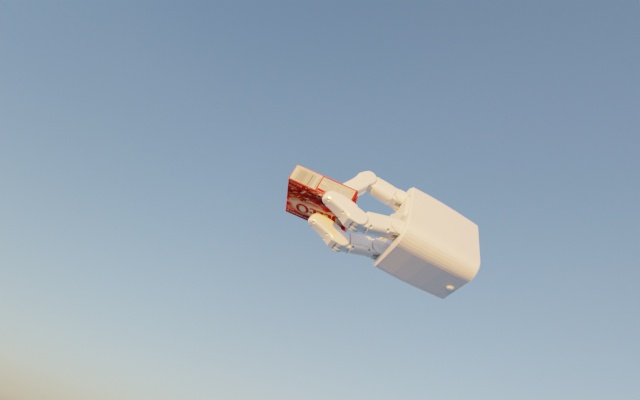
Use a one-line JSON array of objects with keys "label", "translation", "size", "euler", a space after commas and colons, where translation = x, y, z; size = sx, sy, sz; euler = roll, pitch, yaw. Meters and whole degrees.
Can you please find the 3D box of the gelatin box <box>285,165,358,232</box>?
[{"label": "gelatin box", "translation": [0.000, 0.002, 0.623], "size": [0.089, 0.030, 0.073], "euler": [24, -35, 10]}]
